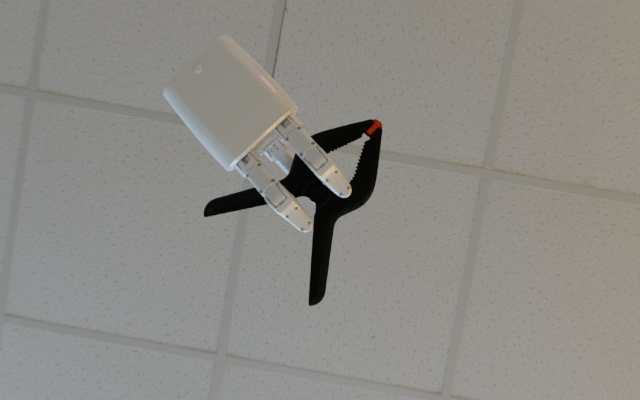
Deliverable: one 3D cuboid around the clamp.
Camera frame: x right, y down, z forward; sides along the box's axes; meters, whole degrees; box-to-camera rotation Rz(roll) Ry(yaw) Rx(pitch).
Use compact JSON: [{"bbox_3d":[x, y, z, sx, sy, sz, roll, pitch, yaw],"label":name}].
[{"bbox_3d":[0.000,0.001,0.524,0.210,0.164,0.036,-42,5,4],"label":"clamp"}]
